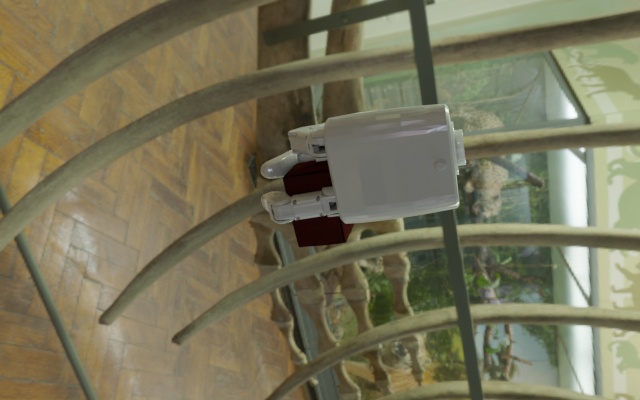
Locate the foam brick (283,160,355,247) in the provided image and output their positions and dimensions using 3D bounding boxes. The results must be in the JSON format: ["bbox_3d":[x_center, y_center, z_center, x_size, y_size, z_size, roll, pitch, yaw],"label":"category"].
[{"bbox_3d":[0.000,0.002,0.486,0.051,0.078,0.053,-7,18,16],"label":"foam brick"}]
